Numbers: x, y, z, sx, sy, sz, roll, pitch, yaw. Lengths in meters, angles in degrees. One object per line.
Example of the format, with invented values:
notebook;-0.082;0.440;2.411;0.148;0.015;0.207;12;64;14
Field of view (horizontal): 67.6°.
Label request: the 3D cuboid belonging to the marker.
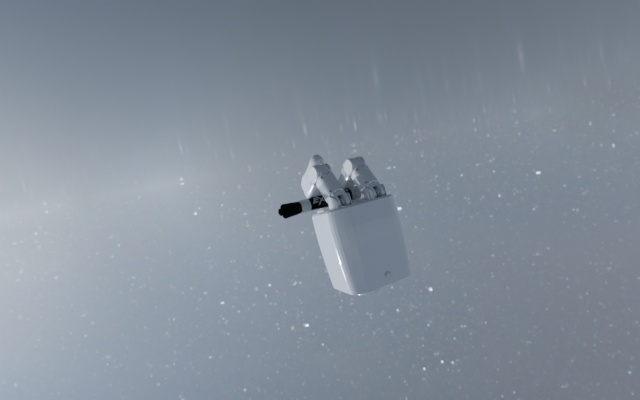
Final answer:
marker;0.000;0.002;0.626;0.121;0.020;0.020;-14;7;-29
